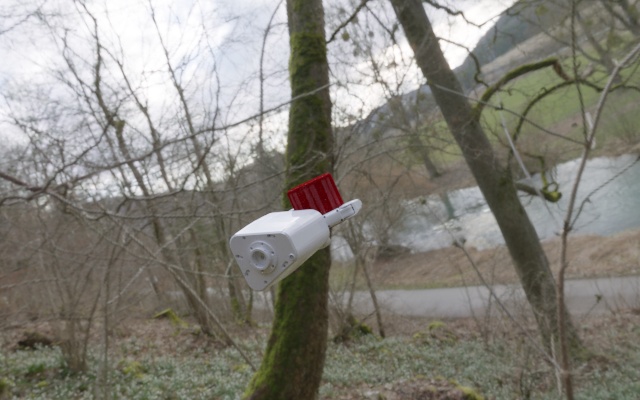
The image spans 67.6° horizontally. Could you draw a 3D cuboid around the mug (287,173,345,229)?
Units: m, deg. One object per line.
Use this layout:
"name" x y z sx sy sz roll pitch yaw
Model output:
"mug" 0.001 0.002 0.814 0.093 0.081 0.117 -23 4 27
